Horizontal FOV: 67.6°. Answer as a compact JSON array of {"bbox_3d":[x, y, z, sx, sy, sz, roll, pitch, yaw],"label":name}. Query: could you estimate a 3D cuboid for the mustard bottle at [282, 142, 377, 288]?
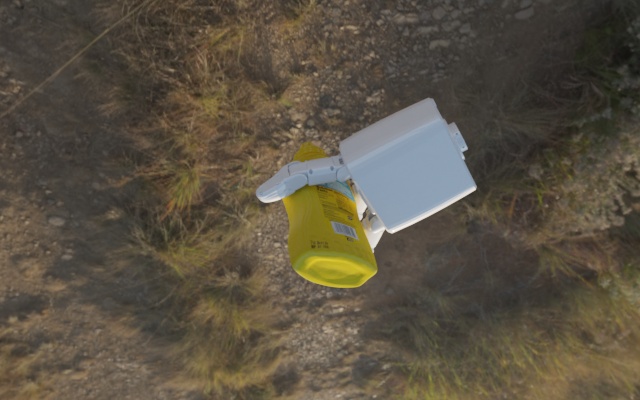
[{"bbox_3d":[0.000,0.002,0.542,0.096,0.191,0.058,19,-50,-32],"label":"mustard bottle"}]
